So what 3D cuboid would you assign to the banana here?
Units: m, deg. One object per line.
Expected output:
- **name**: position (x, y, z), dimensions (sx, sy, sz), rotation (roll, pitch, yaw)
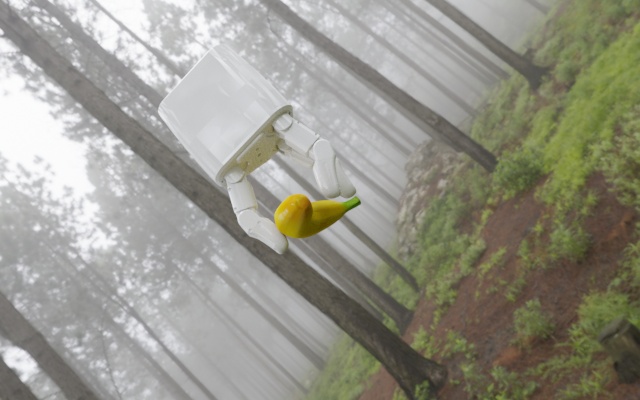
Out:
- **banana**: position (-0.012, 0.014, 0.514), dimensions (0.069, 0.037, 0.198), rotation (-42, -10, 15)
